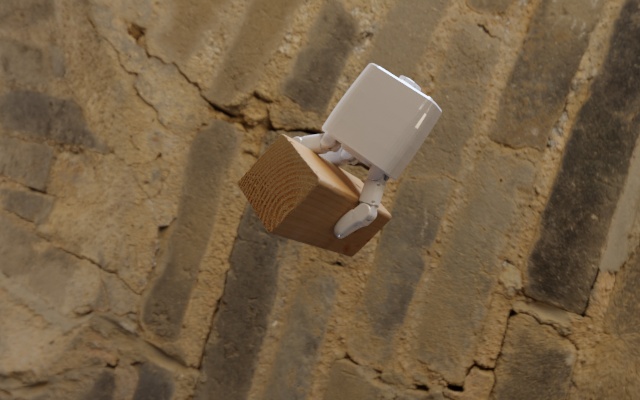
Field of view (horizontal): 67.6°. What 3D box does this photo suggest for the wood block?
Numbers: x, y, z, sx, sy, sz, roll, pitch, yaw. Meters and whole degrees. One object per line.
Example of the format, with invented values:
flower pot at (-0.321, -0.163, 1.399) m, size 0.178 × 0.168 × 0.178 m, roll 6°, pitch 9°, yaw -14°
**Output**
wood block at (0.001, 0.002, 0.644) m, size 0.090 × 0.090 × 0.206 m, roll 52°, pitch 16°, yaw 31°
